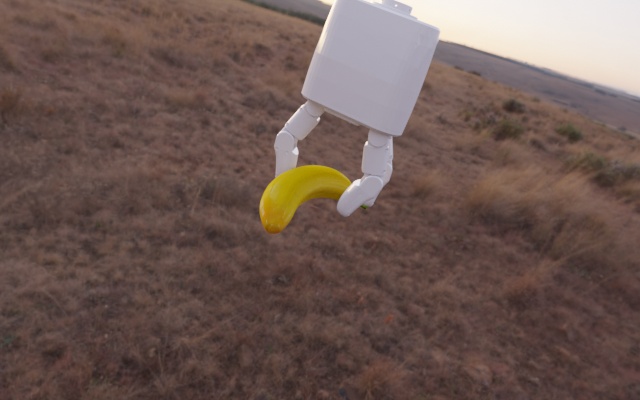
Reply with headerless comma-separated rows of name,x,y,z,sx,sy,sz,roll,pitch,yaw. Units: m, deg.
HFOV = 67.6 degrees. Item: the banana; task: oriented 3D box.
banana,-0.012,-0.009,0.509,0.069,0.037,0.198,35,24,23
